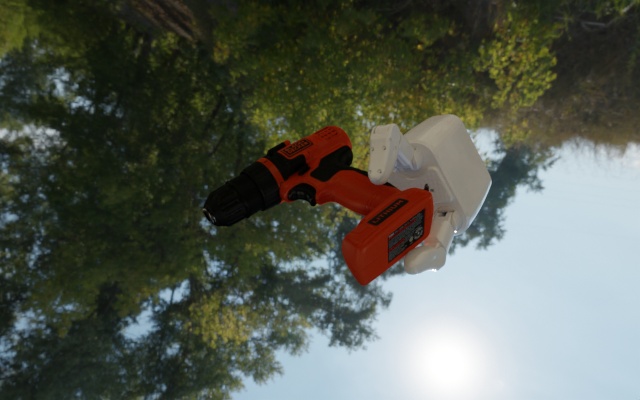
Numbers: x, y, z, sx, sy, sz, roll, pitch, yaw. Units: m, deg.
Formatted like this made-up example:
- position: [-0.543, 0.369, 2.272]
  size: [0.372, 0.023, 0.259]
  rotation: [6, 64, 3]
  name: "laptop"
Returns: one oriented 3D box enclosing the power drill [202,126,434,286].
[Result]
- position: [0.001, 0.002, 0.473]
  size: [0.184, 0.057, 0.187]
  rotation: [-34, 48, -25]
  name: "power drill"
